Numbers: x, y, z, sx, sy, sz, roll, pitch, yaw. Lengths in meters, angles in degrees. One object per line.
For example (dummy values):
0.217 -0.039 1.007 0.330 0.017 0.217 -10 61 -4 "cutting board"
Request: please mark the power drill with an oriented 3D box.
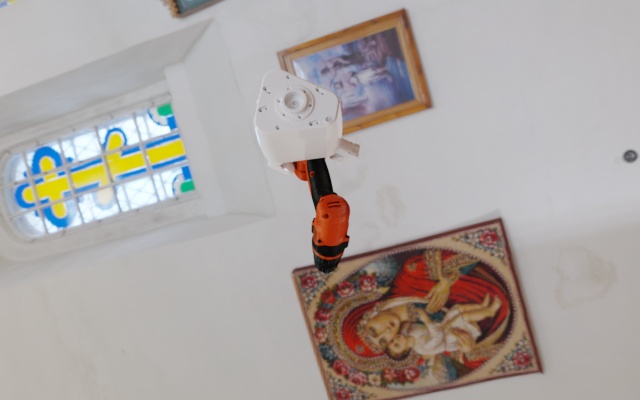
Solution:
0.000 0.002 0.750 0.057 0.187 0.185 -9 -33 -12 "power drill"
